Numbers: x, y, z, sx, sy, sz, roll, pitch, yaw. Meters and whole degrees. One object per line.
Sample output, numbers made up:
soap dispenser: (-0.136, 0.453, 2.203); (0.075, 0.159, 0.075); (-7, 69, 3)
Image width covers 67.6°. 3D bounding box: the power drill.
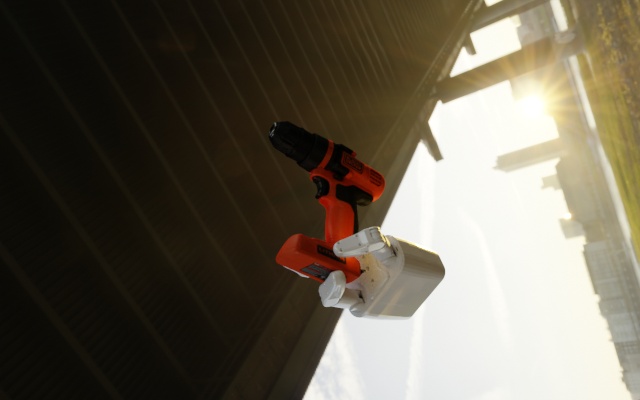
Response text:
power drill: (0.000, 0.003, 0.617); (0.184, 0.187, 0.057); (27, -34, -23)
